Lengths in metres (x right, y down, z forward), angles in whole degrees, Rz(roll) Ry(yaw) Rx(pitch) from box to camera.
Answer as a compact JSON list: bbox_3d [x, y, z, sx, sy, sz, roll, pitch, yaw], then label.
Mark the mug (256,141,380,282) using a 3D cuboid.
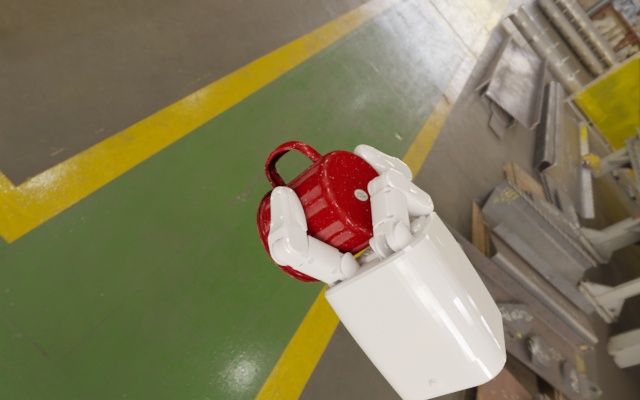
[{"bbox_3d":[-0.001,0.000,0.402,0.081,0.117,0.093,-36,0,38],"label":"mug"}]
